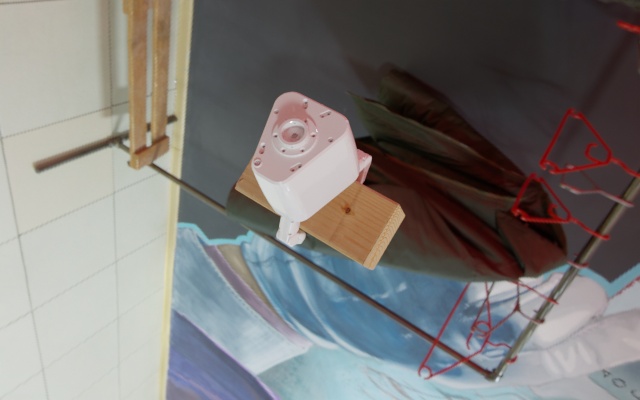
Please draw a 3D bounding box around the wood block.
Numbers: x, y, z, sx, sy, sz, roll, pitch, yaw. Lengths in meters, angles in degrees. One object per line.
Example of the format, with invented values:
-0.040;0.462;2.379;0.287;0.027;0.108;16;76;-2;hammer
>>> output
0.000;0.002;0.657;0.206;0.091;0.090;30;-3;19;wood block
